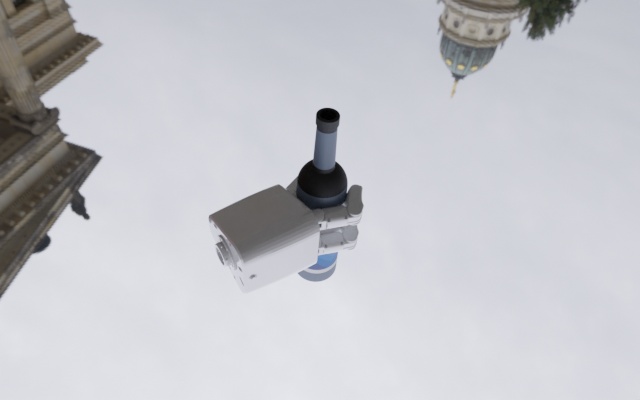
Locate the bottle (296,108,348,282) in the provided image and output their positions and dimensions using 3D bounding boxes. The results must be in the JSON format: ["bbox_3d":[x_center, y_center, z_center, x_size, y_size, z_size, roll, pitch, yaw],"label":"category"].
[{"bbox_3d":[0.000,0.002,0.644,0.069,0.069,0.296,0,-42,-4],"label":"bottle"}]
